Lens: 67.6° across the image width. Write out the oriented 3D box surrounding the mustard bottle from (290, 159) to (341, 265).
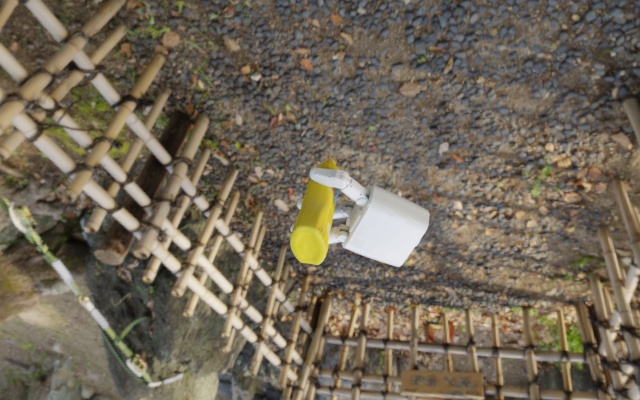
[{"bbox_3d":[0.000,0.003,0.783,0.058,0.191,0.096,6,-41,10],"label":"mustard bottle"}]
